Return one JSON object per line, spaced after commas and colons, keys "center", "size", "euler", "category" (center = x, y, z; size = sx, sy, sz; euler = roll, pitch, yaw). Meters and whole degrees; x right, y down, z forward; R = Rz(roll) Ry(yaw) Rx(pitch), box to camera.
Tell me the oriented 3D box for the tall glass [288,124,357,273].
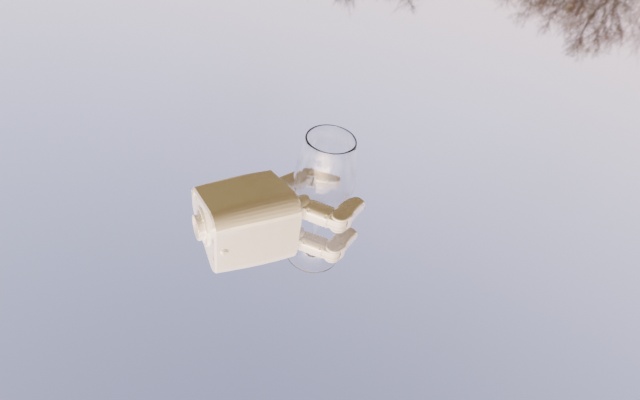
{"center": [0.000, 0.002, 0.624], "size": [0.079, 0.201, 0.079], "euler": [6, 41, -5], "category": "tall glass"}
